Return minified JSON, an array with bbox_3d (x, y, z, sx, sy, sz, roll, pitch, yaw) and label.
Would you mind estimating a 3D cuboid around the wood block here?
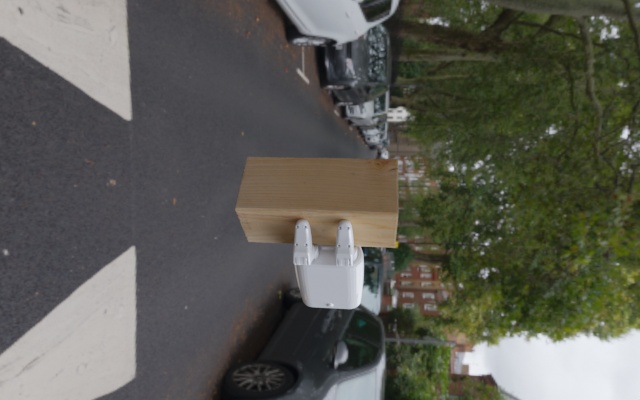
[{"bbox_3d":[0.000,0.002,0.653,0.206,0.090,0.090,1,-35,7],"label":"wood block"}]
